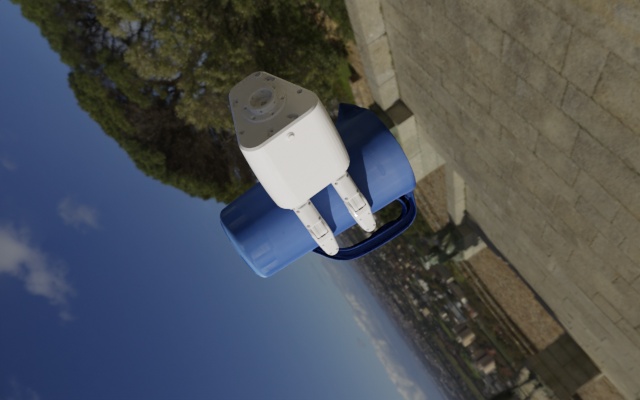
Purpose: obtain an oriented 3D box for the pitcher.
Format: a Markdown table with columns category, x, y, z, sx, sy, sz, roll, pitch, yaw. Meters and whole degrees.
| category | x | y | z | sx | sy | sz | roll | pitch | yaw |
| --- | --- | --- | --- | --- | --- | --- | --- | --- | --- |
| pitcher | 0.000 | 0.002 | 0.634 | 0.243 | 0.149 | 0.145 | -34 | -38 | -3 |
